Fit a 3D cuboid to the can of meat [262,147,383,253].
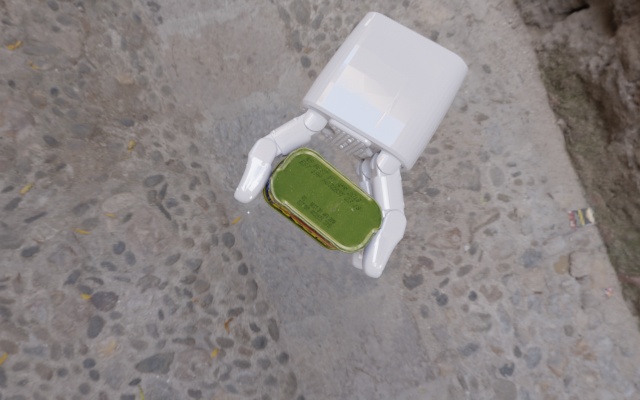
[{"bbox_3d":[0.000,0.001,0.422,0.102,0.057,0.084,38,-7,-6],"label":"can of meat"}]
